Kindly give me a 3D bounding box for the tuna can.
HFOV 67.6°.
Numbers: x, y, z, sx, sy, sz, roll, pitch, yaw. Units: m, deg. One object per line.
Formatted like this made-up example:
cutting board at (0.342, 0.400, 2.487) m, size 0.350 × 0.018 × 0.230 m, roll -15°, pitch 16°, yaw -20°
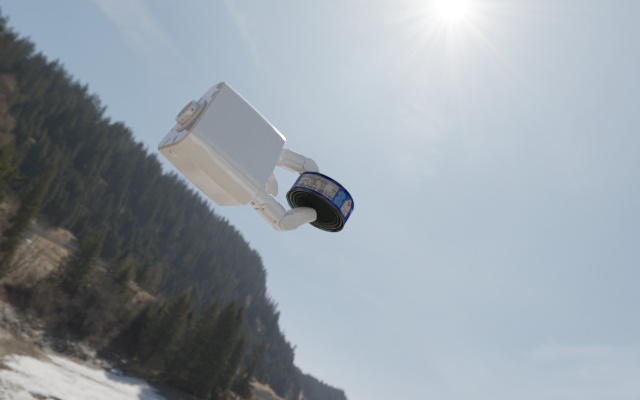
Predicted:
tuna can at (0.000, 0.002, 0.620) m, size 0.086 × 0.033 × 0.086 m, roll 25°, pitch -28°, yaw 14°
